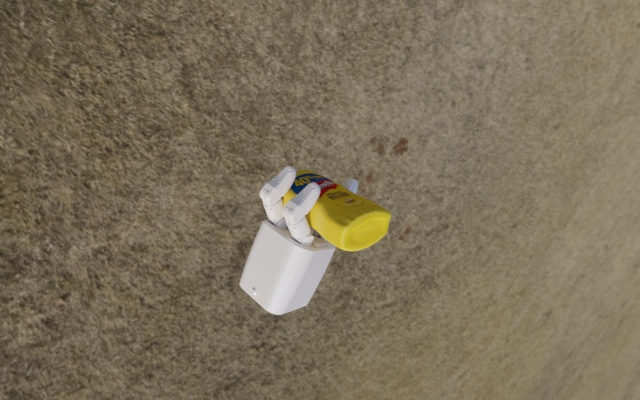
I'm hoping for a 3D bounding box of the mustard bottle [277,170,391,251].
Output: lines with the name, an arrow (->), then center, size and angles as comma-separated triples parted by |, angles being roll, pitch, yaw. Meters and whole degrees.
mustard bottle -> 0.000, 0.002, 0.679 | 0.096, 0.058, 0.191 | -17, 35, -39
